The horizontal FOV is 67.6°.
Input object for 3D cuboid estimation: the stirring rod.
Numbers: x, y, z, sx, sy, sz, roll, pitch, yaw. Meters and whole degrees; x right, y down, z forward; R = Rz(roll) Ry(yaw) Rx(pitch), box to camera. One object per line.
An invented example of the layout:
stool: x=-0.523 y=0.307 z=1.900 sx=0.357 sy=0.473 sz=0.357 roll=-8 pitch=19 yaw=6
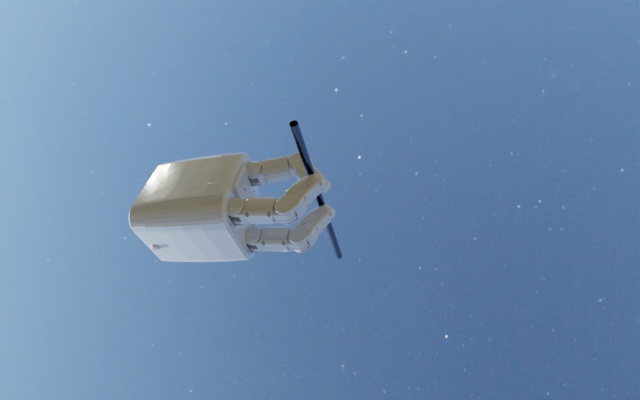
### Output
stirring rod: x=0.000 y=0.002 z=0.516 sx=0.011 sy=0.011 sz=0.240 roll=0 pitch=-35 yaw=14
